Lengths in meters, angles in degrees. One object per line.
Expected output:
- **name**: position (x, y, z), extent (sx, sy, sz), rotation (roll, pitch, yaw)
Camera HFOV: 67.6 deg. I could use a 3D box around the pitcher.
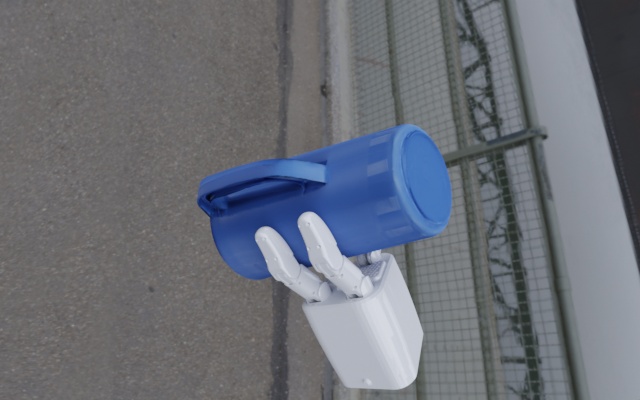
- **pitcher**: position (0.000, 0.002, 0.501), extent (0.243, 0.145, 0.149), rotation (-16, 13, 37)
